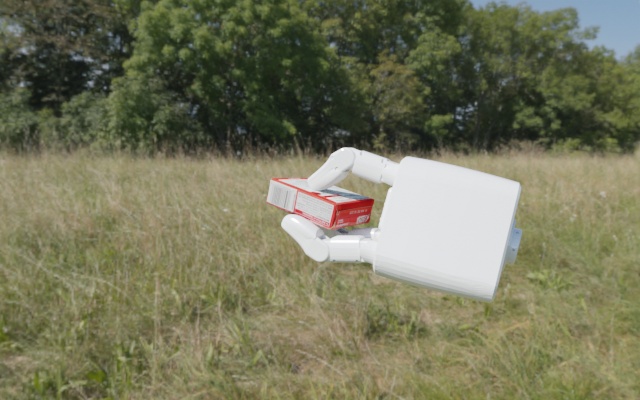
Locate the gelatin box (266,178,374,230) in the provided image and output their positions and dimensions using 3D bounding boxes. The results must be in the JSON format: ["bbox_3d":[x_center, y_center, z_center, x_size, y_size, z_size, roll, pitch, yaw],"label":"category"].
[{"bbox_3d":[0.000,0.001,0.502,0.089,0.030,0.073,21,15,32],"label":"gelatin box"}]
